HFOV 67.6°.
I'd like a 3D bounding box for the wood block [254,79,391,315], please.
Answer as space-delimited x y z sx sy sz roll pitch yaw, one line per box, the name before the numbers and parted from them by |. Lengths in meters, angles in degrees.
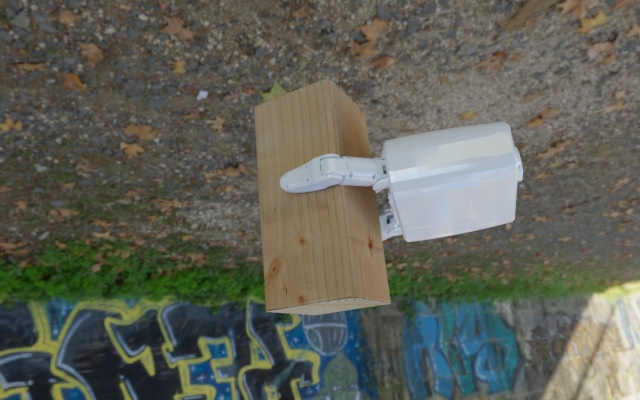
wood block | 0.000 0.002 0.472 0.090 0.206 0.091 -15 -20 25
